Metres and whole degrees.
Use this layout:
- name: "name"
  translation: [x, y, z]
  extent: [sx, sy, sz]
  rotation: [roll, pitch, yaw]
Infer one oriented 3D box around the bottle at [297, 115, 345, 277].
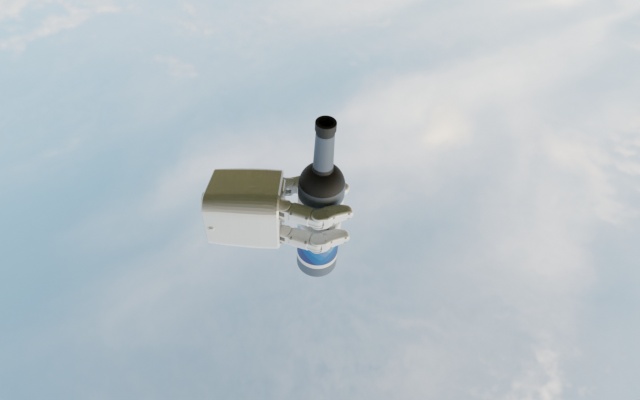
- name: "bottle"
  translation: [0.000, 0.002, 0.695]
  extent: [0.069, 0.069, 0.296]
  rotation: [0, -42, -4]
